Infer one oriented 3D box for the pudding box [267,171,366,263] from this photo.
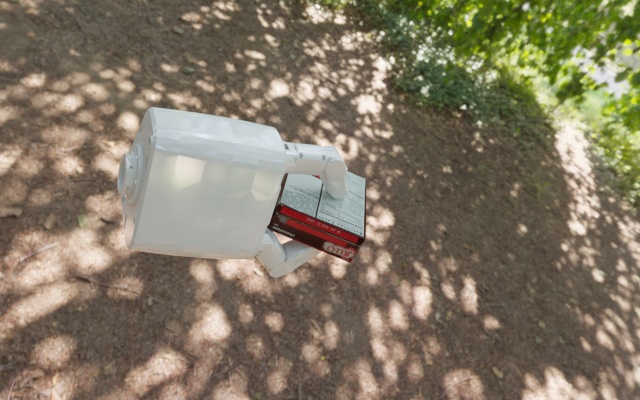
[{"bbox_3d":[0.000,0.001,0.482,0.090,0.039,0.113,24,34,-10],"label":"pudding box"}]
